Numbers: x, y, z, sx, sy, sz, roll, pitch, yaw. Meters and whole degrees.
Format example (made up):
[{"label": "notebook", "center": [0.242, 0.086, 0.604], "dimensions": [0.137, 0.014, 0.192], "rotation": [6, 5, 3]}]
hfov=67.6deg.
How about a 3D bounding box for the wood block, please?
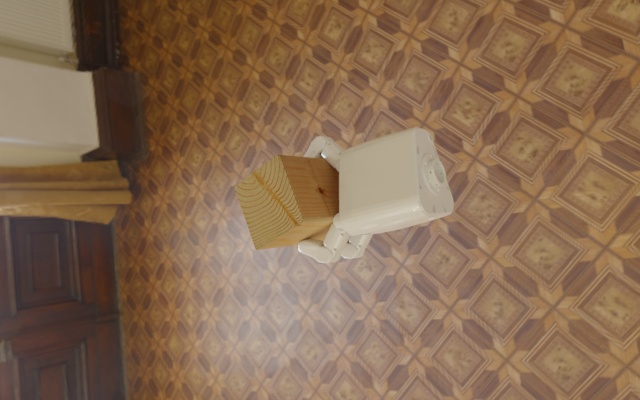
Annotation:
[{"label": "wood block", "center": [0.000, 0.002, 0.650], "dimensions": [0.090, 0.090, 0.206], "rotation": [-32, -19, 34]}]
